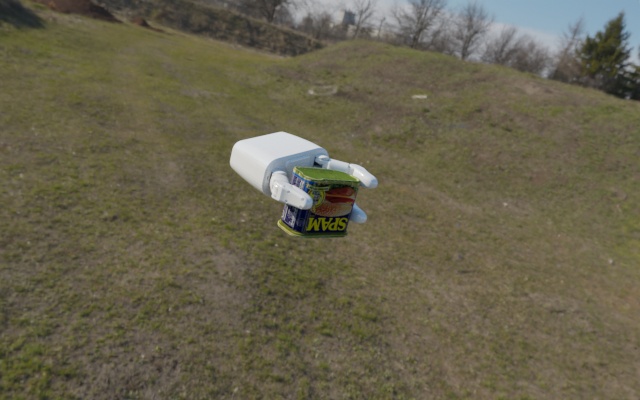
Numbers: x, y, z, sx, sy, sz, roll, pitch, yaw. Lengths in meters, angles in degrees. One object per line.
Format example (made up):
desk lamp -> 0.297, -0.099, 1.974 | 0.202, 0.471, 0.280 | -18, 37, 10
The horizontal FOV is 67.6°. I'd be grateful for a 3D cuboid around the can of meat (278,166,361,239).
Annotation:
can of meat -> 0.000, 0.002, 0.658 | 0.102, 0.084, 0.057 | 2, 21, -38
